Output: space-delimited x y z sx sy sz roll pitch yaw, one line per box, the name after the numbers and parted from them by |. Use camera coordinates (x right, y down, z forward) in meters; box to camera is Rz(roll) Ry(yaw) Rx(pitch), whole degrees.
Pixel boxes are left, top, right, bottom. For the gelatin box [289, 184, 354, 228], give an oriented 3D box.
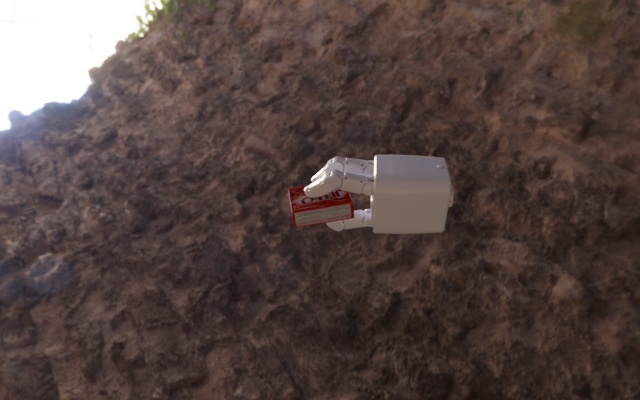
0.000 0.003 0.705 0.089 0.030 0.073 -10 31 -2 | gelatin box
